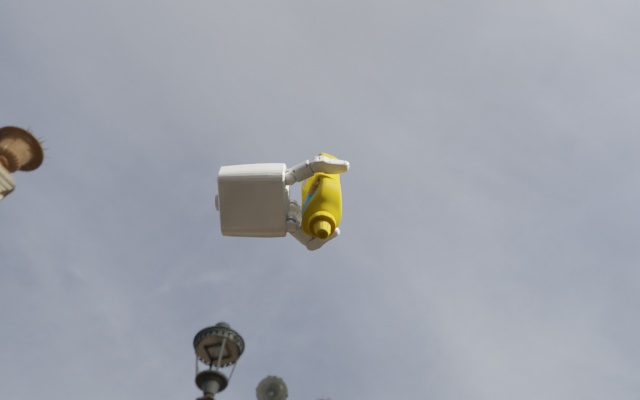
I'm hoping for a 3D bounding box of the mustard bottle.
[{"bbox_3d":[0.000,0.002,0.765,0.058,0.096,0.191,21,26,-12],"label":"mustard bottle"}]
